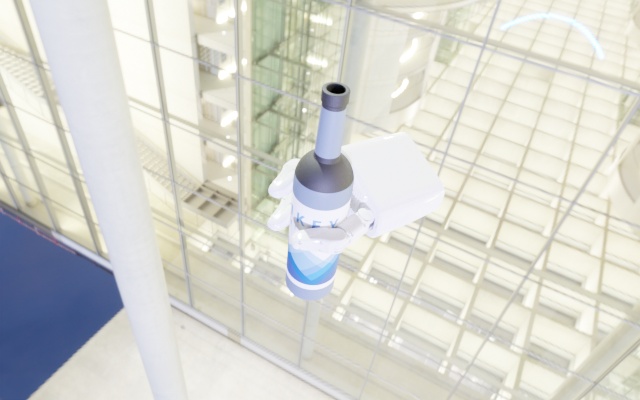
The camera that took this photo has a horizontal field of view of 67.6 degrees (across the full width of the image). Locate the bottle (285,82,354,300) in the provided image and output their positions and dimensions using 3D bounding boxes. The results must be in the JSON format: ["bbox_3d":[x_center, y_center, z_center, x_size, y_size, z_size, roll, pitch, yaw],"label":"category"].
[{"bbox_3d":[0.000,0.002,0.548,0.069,0.296,0.069,4,43,-4],"label":"bottle"}]
